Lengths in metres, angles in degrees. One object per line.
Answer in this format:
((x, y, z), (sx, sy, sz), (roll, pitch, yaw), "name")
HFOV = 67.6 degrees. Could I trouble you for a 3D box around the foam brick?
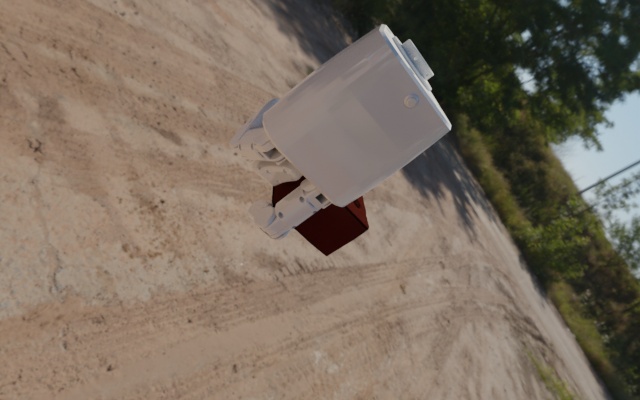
((0.000, 0.002, 0.434), (0.051, 0.078, 0.053), (-35, 31, 19), "foam brick")
